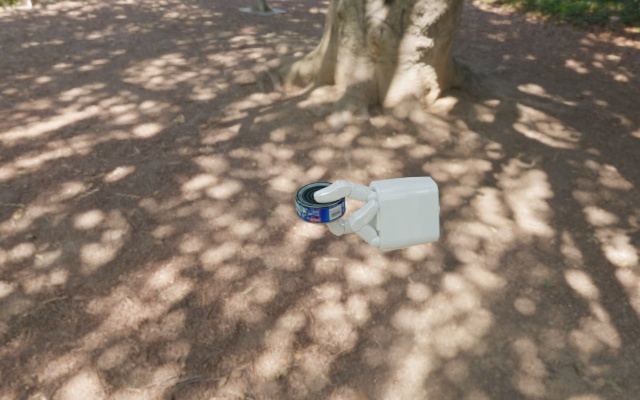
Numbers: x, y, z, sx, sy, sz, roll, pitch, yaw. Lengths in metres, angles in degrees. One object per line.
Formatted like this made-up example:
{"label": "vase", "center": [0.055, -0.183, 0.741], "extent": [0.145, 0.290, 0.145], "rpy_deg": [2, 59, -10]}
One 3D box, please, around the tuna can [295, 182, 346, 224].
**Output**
{"label": "tuna can", "center": [0.000, 0.002, 0.809], "extent": [0.086, 0.034, 0.086], "rpy_deg": [-3, 32, 2]}
